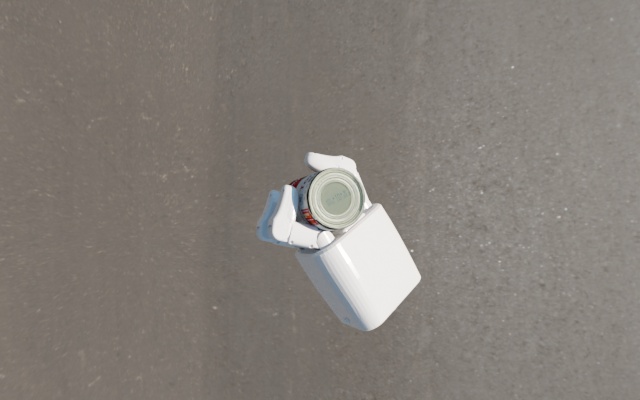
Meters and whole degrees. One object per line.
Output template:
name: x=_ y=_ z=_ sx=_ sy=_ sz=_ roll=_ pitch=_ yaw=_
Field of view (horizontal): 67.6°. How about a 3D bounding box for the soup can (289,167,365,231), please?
soup can: x=0.000 y=0.001 z=0.545 sx=0.068 sy=0.068 sz=0.102 roll=0 pitch=-4 yaw=-20
